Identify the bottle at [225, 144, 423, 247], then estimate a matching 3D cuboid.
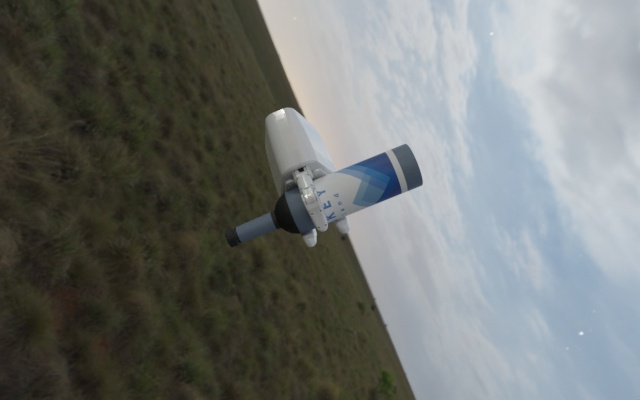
[{"bbox_3d":[0.000,0.002,0.703,0.296,0.069,0.069,-22,-1,2],"label":"bottle"}]
